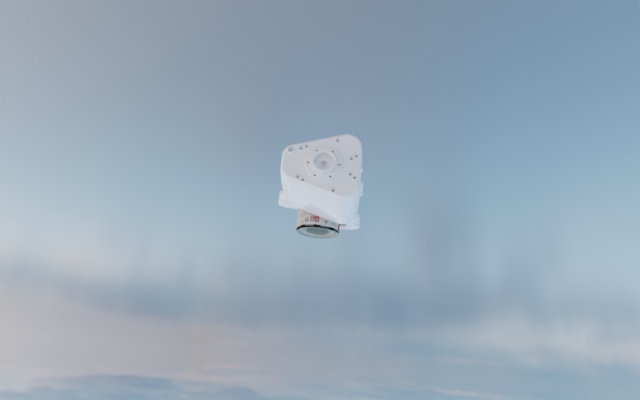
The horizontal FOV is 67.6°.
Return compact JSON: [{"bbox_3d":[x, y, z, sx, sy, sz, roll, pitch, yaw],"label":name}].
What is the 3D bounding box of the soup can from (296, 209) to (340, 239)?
[{"bbox_3d":[0.000,0.003,0.749,0.068,0.102,0.068,5,-19,2],"label":"soup can"}]
